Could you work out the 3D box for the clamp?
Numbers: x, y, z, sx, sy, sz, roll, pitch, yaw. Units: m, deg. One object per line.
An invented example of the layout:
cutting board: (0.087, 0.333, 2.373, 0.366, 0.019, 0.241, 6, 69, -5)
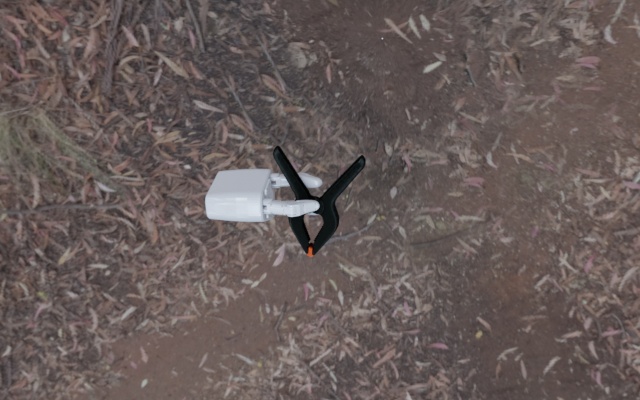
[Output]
clamp: (0.000, 0.004, 0.873, 0.164, 0.210, 0.036, 1, 19, 7)
